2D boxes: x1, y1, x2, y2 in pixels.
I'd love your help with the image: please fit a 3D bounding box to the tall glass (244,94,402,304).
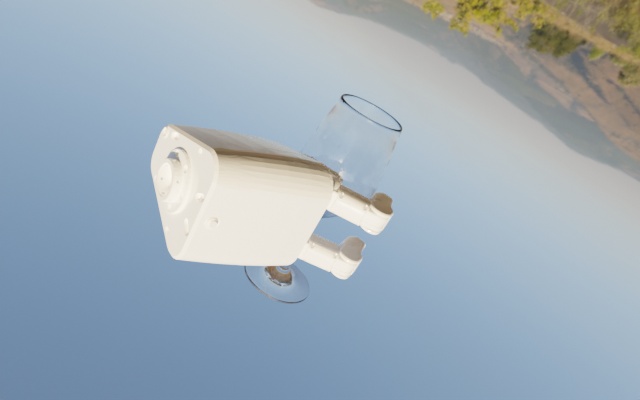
[{"bbox_3d":[0.000,0.002,0.457,0.079,0.201,0.079,25,24,-12],"label":"tall glass"}]
